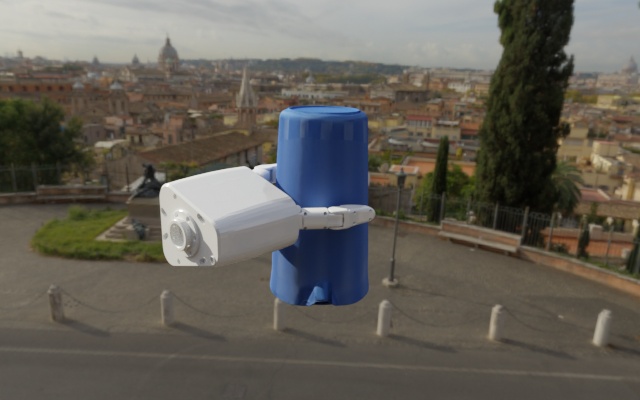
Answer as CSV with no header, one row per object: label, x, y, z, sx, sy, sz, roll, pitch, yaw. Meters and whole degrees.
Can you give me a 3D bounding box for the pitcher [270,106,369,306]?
pitcher,0.000,0.002,0.624,0.149,0.243,0.145,16,22,41
